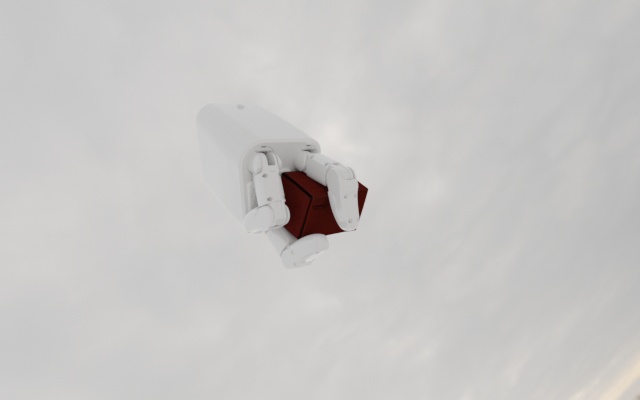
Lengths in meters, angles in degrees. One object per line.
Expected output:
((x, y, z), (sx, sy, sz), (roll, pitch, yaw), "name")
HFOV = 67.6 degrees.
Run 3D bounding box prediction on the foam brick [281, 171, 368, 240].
((0.000, 0.002, 0.488), (0.078, 0.053, 0.051), (-7, 34, -40), "foam brick")
